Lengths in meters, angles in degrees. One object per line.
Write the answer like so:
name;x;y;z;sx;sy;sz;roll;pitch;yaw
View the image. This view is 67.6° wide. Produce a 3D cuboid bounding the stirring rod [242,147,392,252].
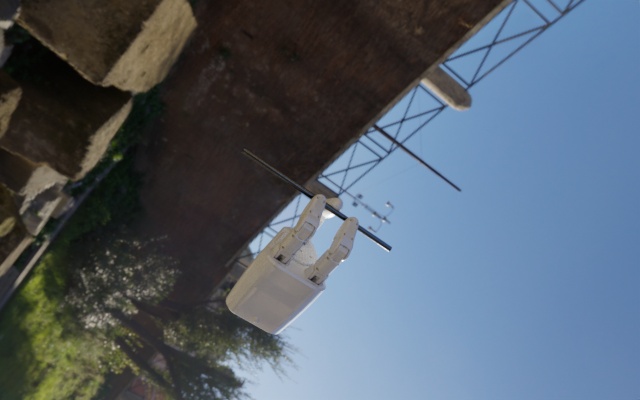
stirring rod;0.000;0.002;0.623;0.239;0.011;0.011;34;-11;-16
